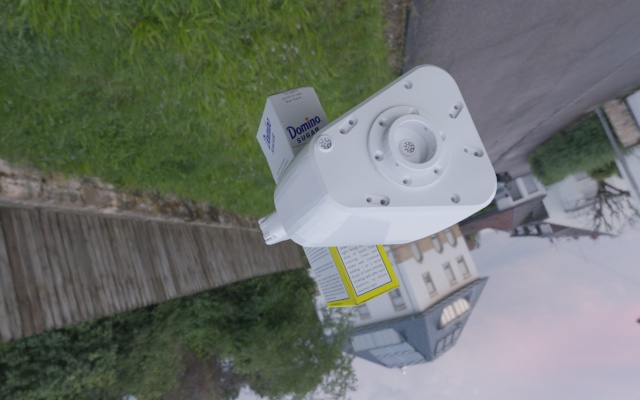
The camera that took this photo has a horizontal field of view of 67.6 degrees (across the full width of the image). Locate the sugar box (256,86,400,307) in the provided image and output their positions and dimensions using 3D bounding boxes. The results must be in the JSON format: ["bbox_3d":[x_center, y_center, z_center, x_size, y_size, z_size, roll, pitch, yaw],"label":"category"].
[{"bbox_3d":[0.001,0.001,0.407,0.048,0.176,0.093,-18,-8,-17],"label":"sugar box"}]
